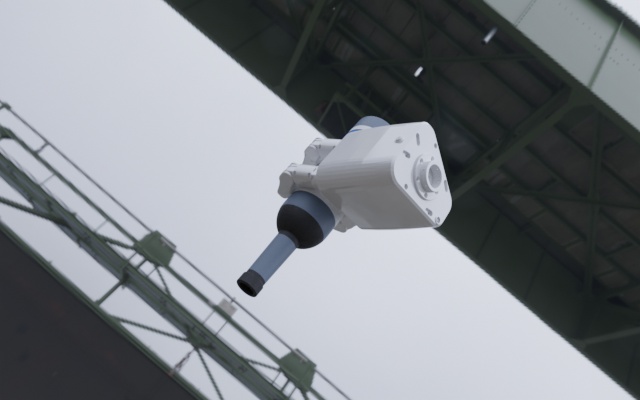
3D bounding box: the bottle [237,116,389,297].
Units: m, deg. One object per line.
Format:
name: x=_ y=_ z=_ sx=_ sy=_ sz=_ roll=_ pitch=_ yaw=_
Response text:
bottle: x=0.000 y=0.002 z=0.593 sx=0.069 sy=0.069 sz=0.295 roll=0 pitch=39 yaw=45
